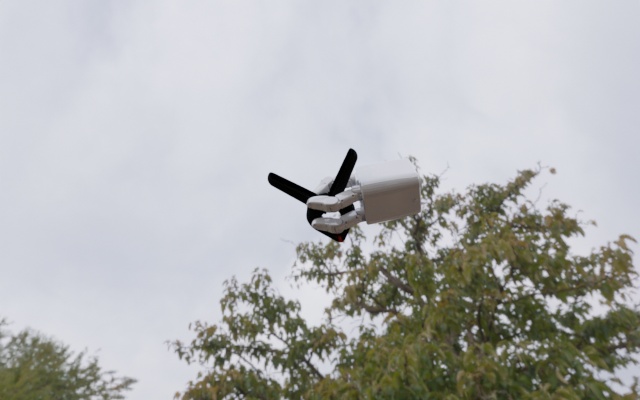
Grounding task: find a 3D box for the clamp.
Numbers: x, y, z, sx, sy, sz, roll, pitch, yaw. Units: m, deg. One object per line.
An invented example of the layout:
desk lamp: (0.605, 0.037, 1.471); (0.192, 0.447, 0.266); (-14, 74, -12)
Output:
clamp: (0.000, 0.003, 0.896); (0.164, 0.210, 0.036); (-10, 41, 4)
